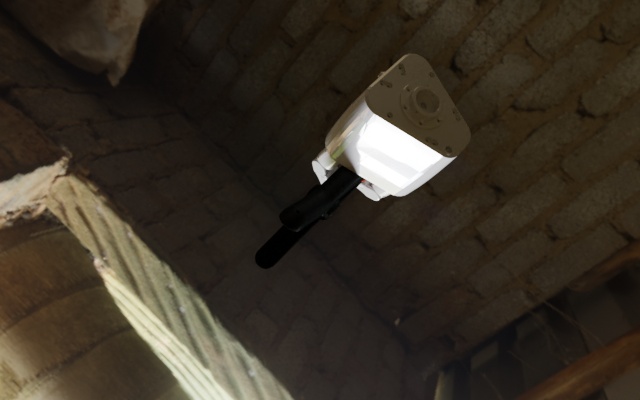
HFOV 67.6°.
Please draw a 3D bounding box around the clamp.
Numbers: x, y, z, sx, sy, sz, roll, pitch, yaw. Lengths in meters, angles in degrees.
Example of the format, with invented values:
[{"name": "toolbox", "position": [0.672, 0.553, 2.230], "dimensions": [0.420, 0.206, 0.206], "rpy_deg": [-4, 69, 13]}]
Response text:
[{"name": "clamp", "position": [0.001, 0.002, 0.523], "dimensions": [0.171, 0.039, 0.120], "rpy_deg": [-45, 0, -26]}]
